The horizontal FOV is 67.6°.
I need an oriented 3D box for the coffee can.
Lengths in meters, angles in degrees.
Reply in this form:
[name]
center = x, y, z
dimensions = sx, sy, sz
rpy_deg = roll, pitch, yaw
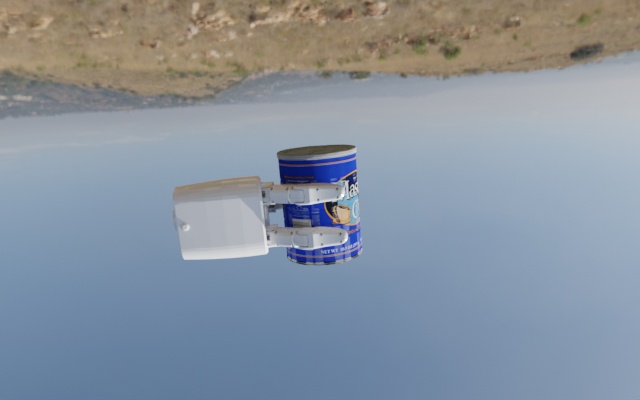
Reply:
[coffee can]
center = 0.000, 0.002, 0.628
dimensions = 0.103, 0.140, 0.102
rpy_deg = -4, 12, 1
